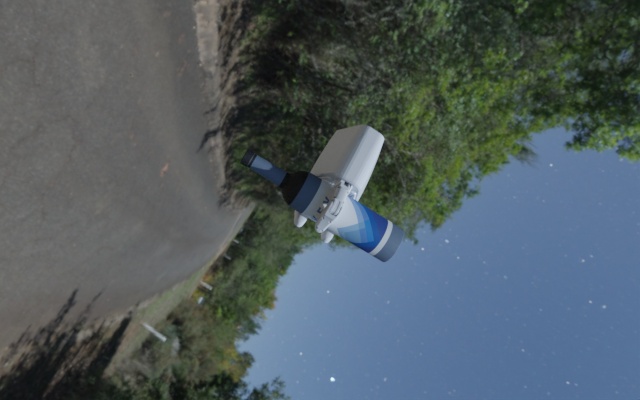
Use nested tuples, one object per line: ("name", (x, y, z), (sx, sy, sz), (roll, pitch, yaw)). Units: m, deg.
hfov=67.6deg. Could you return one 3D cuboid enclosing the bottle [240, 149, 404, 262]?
("bottle", (0.000, 0.003, 0.799), (0.296, 0.069, 0.069), (31, -6, -9))
